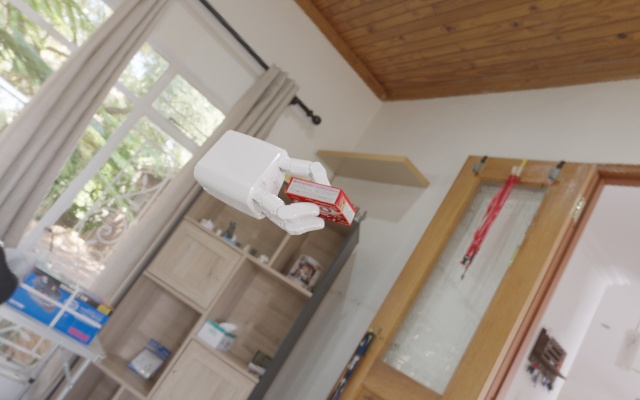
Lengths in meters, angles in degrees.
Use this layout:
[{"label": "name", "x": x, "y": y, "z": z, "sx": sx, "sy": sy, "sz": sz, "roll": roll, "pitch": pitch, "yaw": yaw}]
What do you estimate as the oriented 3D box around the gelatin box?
[{"label": "gelatin box", "x": 0.001, "y": 0.002, "z": 0.712, "sx": 0.089, "sy": 0.030, "sz": 0.073, "roll": 14, "pitch": -21, "yaw": 27}]
